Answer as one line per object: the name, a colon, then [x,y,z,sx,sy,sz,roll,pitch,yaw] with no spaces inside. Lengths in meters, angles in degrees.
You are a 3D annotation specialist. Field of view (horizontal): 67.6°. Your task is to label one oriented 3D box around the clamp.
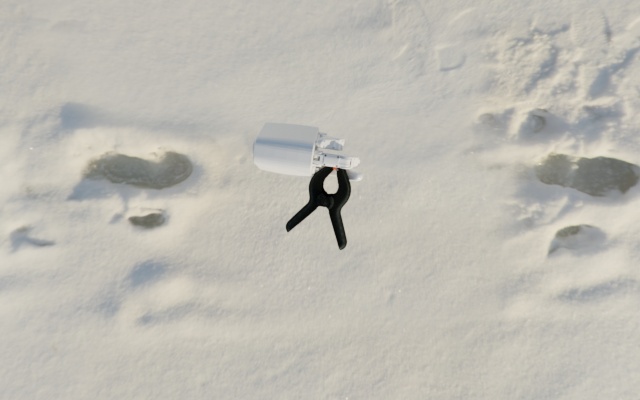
clamp: [0.000,0.003,0.889,0.120,0.171,0.039,8,12,2]
